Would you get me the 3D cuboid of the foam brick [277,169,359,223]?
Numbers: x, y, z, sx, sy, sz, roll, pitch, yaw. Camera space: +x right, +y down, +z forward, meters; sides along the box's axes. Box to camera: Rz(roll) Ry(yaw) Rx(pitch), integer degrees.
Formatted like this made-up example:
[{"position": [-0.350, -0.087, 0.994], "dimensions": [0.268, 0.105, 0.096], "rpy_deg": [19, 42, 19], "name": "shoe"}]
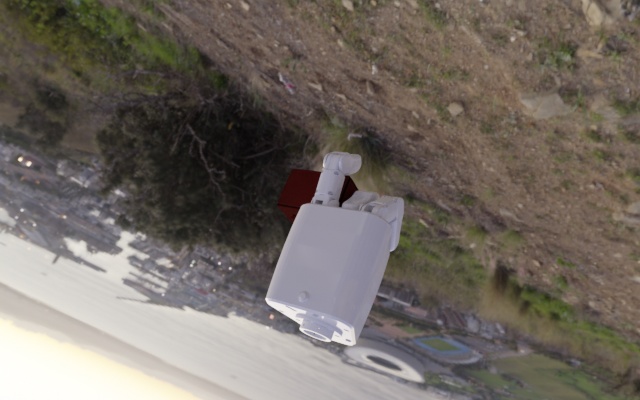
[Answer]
[{"position": [0.000, 0.002, 0.543], "dimensions": [0.078, 0.051, 0.053], "rpy_deg": [9, -25, 30], "name": "foam brick"}]
